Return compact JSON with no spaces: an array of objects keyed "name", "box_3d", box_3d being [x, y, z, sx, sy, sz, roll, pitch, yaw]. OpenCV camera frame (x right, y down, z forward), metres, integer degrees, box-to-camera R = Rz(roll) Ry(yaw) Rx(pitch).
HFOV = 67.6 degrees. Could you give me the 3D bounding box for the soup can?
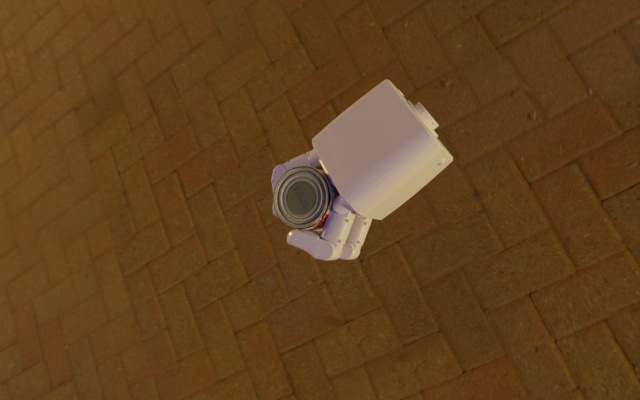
[{"name":"soup can","box_3d":[0.000,0.002,0.537,0.068,0.068,0.102,0,-5,25]}]
